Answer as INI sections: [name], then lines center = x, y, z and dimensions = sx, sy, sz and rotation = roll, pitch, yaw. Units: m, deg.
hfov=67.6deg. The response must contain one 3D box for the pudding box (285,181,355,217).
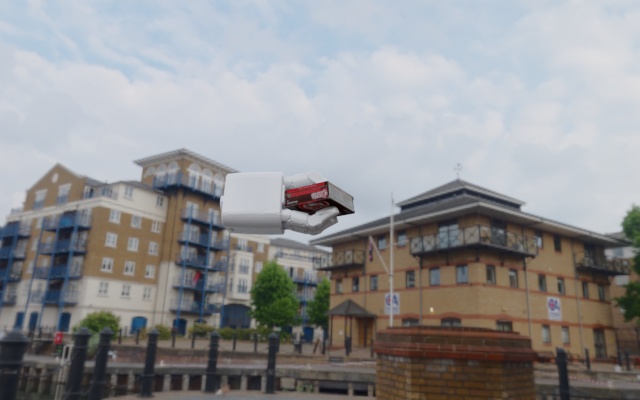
[pudding box]
center = 0.000, 0.003, 0.876
dimensions = 0.090, 0.039, 0.113
rotation = -11, -18, 26
